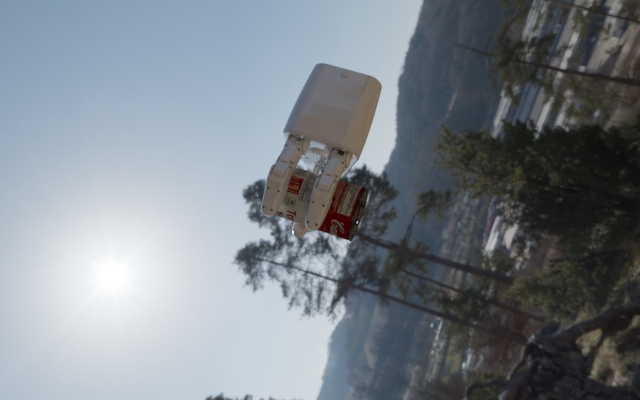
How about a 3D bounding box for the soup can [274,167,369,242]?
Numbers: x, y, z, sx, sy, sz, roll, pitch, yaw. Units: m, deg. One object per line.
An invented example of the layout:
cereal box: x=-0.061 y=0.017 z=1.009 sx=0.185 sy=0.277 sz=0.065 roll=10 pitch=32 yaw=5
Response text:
soup can: x=0.000 y=0.002 z=0.583 sx=0.102 sy=0.068 sz=0.068 roll=18 pitch=3 yaw=10
